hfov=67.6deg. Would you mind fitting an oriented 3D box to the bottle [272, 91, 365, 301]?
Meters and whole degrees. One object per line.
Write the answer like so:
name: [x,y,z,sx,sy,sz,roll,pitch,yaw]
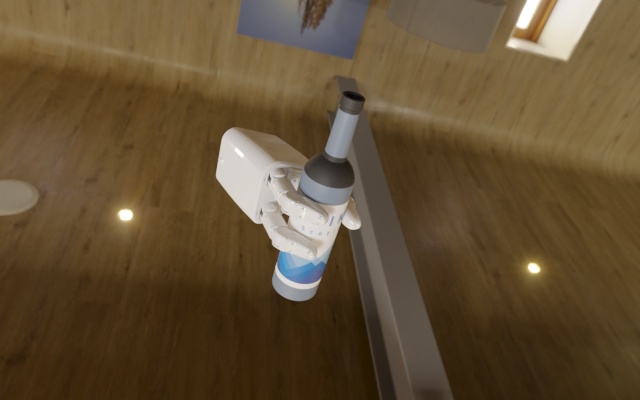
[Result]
bottle: [0.000,0.002,0.611,0.069,0.296,0.069,12,33,-8]
